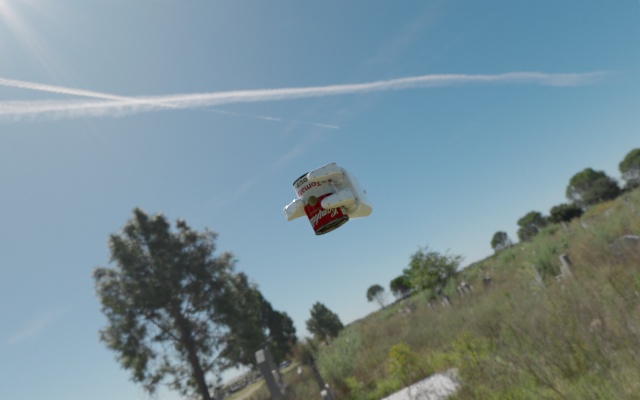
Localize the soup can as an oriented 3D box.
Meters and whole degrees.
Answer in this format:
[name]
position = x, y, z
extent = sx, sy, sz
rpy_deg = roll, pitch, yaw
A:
[soup can]
position = 0.000, 0.003, 0.864
extent = 0.068, 0.102, 0.068
rpy_deg = -24, -15, -7
